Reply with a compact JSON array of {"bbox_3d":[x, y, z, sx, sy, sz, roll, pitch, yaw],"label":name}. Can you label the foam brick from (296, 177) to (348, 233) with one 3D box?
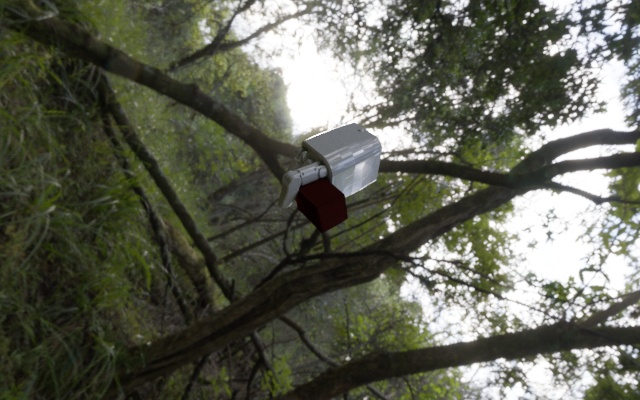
[{"bbox_3d":[0.000,0.003,0.751,0.051,0.053,0.078,-26,41,-20],"label":"foam brick"}]
